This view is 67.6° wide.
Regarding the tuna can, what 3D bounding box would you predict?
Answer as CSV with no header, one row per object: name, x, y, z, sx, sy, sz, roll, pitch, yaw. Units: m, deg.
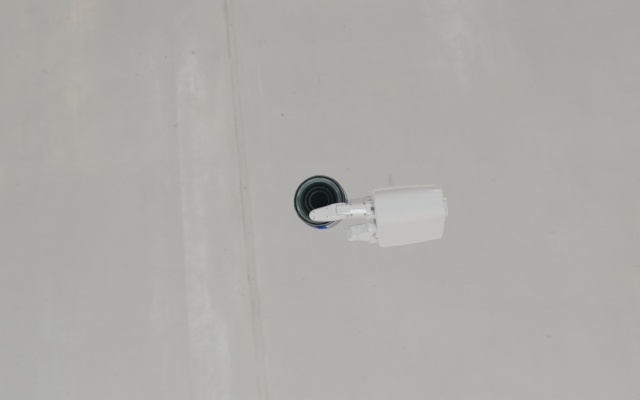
tuna can,0.000,0.002,0.774,0.086,0.086,0.034,0,-10,11
